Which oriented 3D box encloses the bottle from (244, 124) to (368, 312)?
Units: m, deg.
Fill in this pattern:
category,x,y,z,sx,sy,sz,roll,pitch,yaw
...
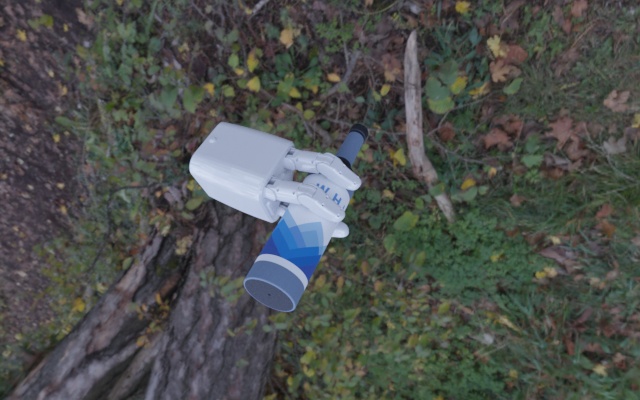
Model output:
category,x,y,z,sx,sy,sz,roll,pitch,yaw
bottle,0.000,0.002,0.625,0.069,0.295,0.069,19,-36,14
